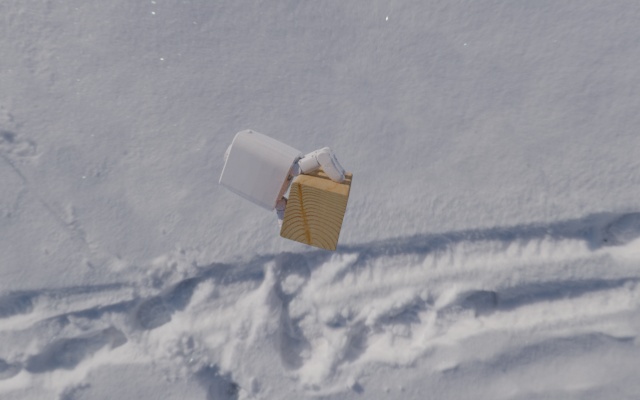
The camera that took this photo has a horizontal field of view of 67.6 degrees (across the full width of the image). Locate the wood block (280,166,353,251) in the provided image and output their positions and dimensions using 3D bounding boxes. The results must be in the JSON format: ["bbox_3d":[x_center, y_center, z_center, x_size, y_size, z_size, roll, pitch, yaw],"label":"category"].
[{"bbox_3d":[0.000,0.003,0.810,0.090,0.091,0.206,15,14,2],"label":"wood block"}]
